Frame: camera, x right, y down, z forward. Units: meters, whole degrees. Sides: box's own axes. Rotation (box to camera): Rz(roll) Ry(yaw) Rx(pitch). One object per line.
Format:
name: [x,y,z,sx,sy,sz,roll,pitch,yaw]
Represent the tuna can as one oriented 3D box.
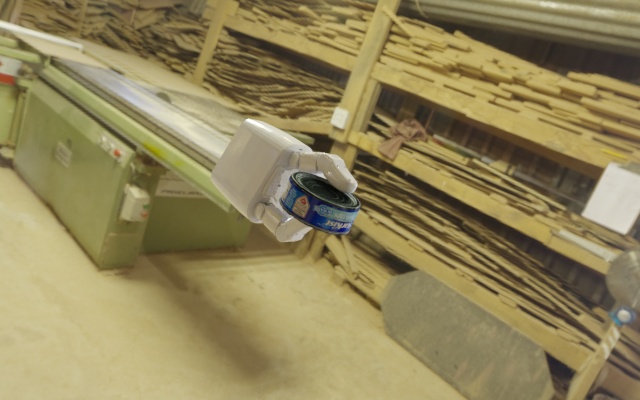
tuna can: [0.000,0.001,0.527,0.086,0.034,0.086,23,17,-7]
